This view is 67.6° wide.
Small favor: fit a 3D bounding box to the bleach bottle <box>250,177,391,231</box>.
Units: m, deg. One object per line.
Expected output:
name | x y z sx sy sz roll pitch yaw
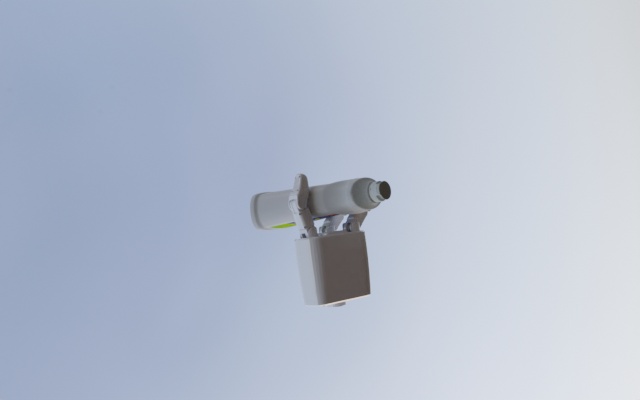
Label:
bleach bottle | 0.000 0.002 0.775 0.251 0.068 0.102 -11 -6 44
